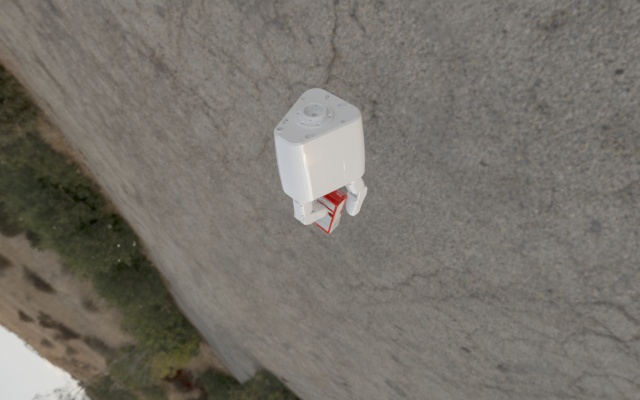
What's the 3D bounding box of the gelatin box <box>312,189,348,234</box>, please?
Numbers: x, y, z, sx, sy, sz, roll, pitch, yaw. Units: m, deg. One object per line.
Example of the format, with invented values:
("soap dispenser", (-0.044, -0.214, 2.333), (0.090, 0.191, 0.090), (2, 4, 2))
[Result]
("gelatin box", (0.000, 0.003, 0.760), (0.073, 0.030, 0.089), (37, -32, 16))
